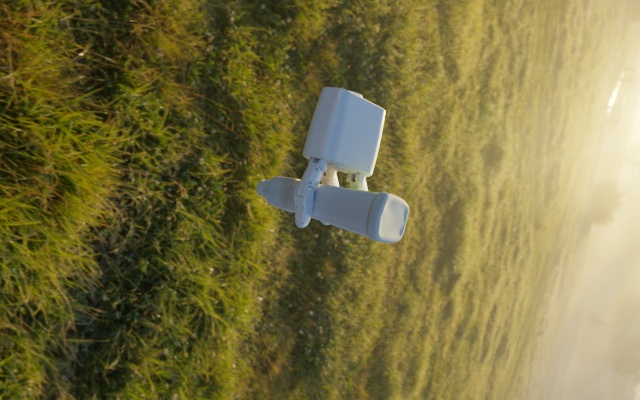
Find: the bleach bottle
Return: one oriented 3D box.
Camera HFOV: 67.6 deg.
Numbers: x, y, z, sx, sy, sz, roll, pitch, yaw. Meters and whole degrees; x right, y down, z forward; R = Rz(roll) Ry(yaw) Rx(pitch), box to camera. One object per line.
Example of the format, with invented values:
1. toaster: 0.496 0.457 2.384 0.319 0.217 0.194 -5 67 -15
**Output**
1. bleach bottle: 0.000 0.002 0.726 0.251 0.068 0.102 14 -1 32
